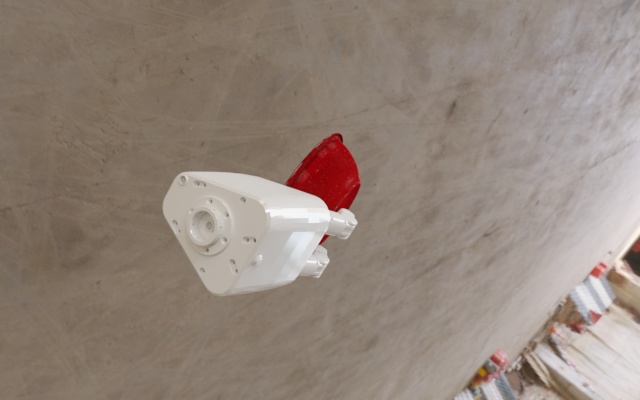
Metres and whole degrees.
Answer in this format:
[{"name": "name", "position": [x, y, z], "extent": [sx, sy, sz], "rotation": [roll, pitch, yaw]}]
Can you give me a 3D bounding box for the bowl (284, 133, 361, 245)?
[{"name": "bowl", "position": [0.001, 0.002, 0.572], "extent": [0.055, 0.162, 0.162], "rotation": [34, 7, 11]}]
